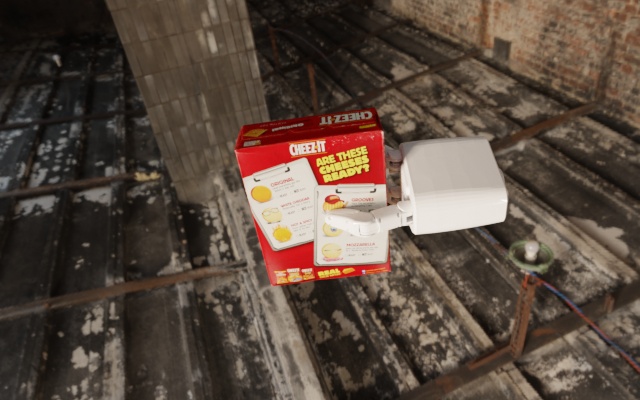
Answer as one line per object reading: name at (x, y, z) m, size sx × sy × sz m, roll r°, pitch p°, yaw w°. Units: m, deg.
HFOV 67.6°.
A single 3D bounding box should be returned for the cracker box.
cracker box at (0.000, 0.002, 0.597) m, size 0.164 × 0.214 × 0.072 m, roll -7°, pitch 36°, yaw 3°
